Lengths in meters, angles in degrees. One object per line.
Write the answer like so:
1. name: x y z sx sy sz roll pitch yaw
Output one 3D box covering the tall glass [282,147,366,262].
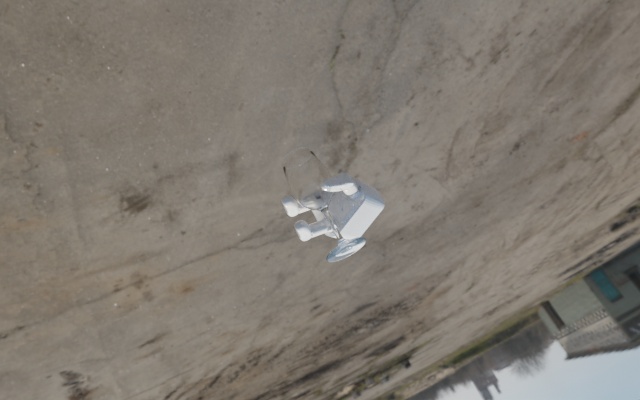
1. tall glass: 0.000 0.003 0.833 0.079 0.201 0.079 -24 -24 -11
